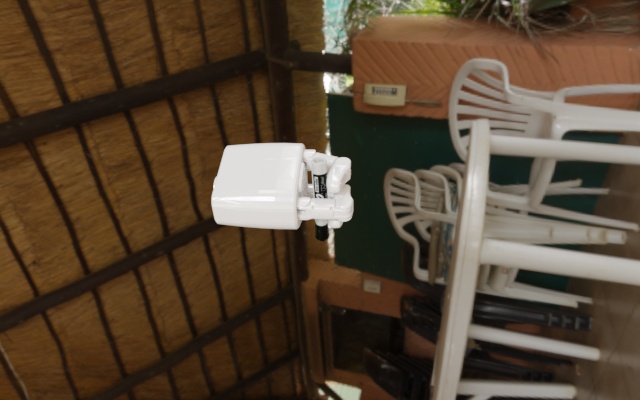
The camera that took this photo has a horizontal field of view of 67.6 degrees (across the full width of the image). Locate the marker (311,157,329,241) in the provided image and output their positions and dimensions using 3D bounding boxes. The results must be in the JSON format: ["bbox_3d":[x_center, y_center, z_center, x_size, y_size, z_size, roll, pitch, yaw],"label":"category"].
[{"bbox_3d":[0.000,0.002,0.602,0.020,0.121,0.020,-2,34,1],"label":"marker"}]
